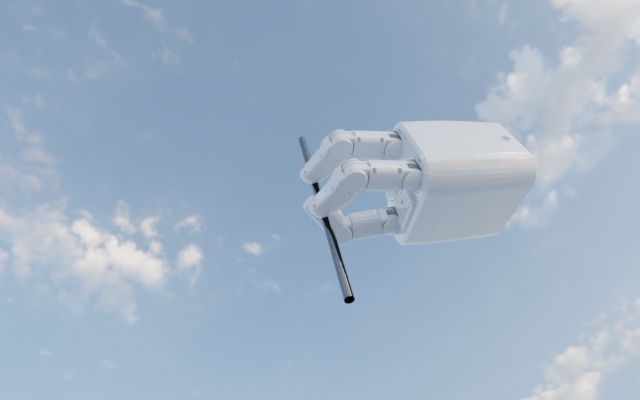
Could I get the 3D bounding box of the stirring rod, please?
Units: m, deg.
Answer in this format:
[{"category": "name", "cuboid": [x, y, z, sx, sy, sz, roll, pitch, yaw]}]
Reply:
[{"category": "stirring rod", "cuboid": [0.000, 0.002, 0.435, 0.011, 0.011, 0.239, 0, 35, -12]}]
